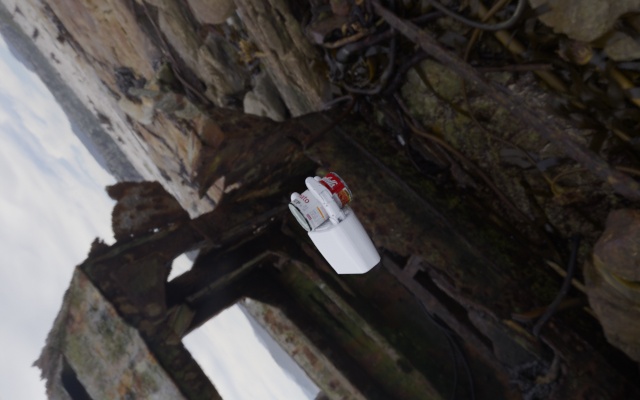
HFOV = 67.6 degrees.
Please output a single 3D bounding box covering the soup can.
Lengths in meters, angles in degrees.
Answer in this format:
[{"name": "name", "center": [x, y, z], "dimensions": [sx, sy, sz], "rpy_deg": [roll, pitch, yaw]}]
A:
[{"name": "soup can", "center": [0.000, 0.003, 0.898], "dimensions": [0.102, 0.068, 0.068], "rpy_deg": [-37, 10, -13]}]
